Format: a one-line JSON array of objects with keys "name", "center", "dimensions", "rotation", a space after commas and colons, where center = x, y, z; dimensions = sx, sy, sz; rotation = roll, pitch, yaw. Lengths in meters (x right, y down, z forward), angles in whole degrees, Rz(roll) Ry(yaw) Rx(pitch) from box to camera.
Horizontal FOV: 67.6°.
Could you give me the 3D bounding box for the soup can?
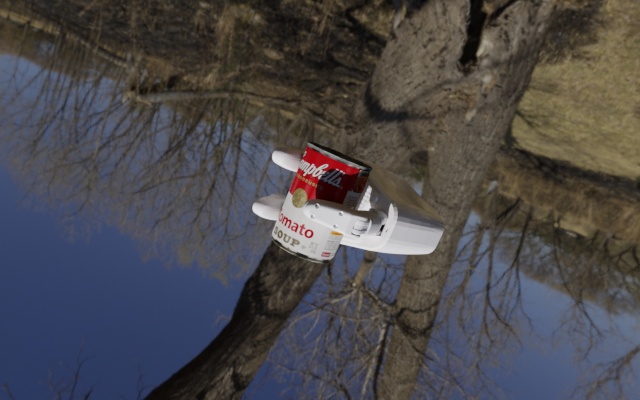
[{"name": "soup can", "center": [0.000, 0.002, 0.471], "dimensions": [0.068, 0.102, 0.068], "rotation": [22, 10, -4]}]
